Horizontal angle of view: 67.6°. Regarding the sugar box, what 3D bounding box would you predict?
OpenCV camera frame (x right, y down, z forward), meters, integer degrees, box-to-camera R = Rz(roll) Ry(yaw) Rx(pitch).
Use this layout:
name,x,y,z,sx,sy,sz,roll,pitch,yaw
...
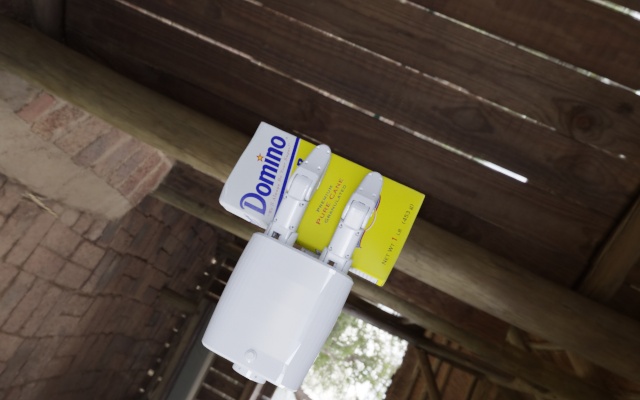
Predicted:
name,x,y,z,sx,sy,sz,roll,pitch,yaw
sugar box,0.000,0.002,0.463,0.176,0.093,0.048,25,-13,7
